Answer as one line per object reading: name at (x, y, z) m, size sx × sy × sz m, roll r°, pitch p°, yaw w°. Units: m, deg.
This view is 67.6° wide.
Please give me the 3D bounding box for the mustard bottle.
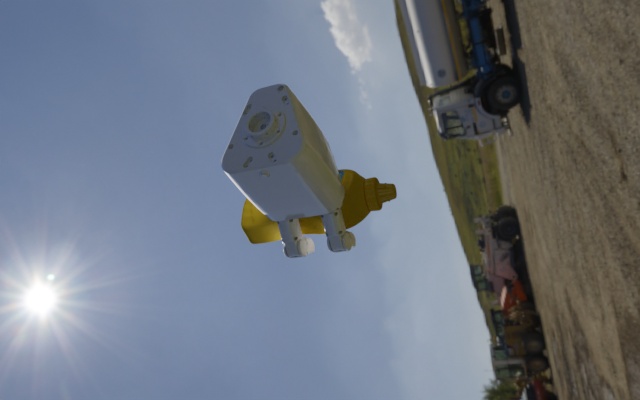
mustard bottle at (0.000, 0.002, 0.602) m, size 0.191 × 0.058 × 0.096 m, roll -9°, pitch 35°, yaw 20°
